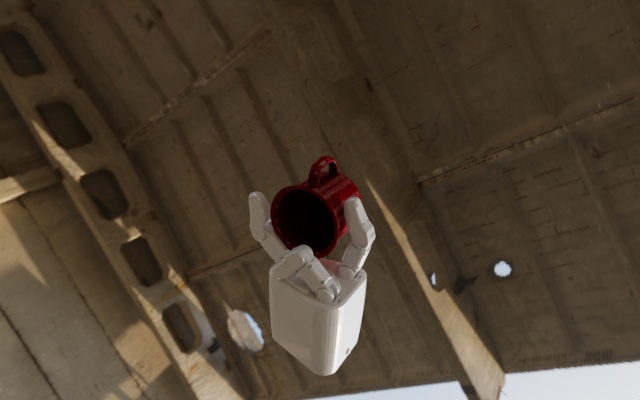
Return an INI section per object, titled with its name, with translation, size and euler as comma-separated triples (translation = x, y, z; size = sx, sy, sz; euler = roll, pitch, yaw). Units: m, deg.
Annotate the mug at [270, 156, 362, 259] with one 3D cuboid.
[mug]
translation = 0.000, 0.000, 0.578
size = 0.093, 0.117, 0.081
euler = 16, 28, 25
